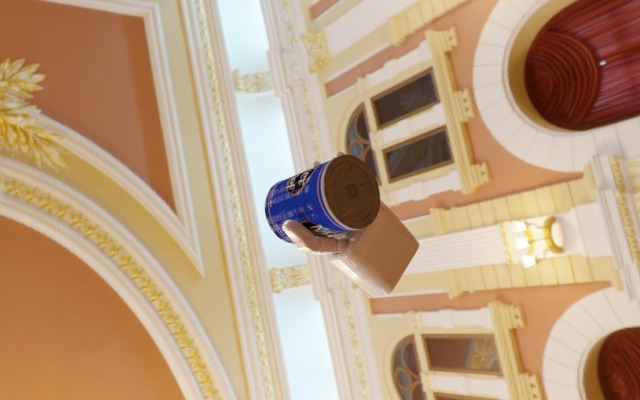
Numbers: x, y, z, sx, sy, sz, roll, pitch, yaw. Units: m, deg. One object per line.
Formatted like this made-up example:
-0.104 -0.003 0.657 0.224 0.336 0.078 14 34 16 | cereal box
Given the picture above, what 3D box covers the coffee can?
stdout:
0.000 0.002 0.685 0.103 0.103 0.140 0 -12 -40 | coffee can
